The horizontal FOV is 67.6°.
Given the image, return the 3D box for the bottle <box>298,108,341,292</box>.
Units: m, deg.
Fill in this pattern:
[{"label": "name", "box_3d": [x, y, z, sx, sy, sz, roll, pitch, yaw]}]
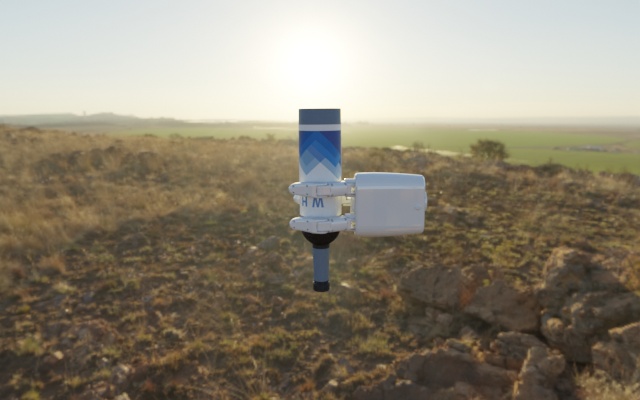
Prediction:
[{"label": "bottle", "box_3d": [0.000, 0.002, 0.764, 0.069, 0.296, 0.069, -1, 10, 0]}]
